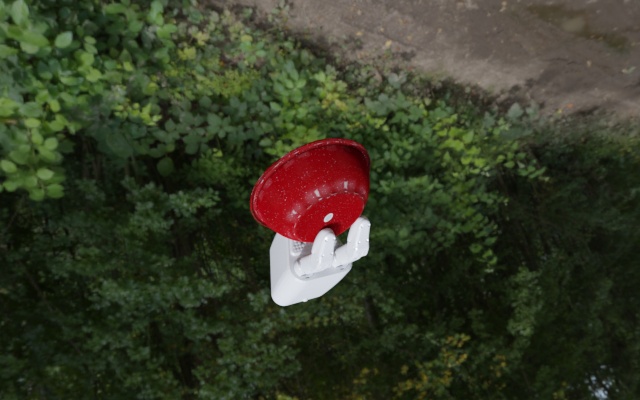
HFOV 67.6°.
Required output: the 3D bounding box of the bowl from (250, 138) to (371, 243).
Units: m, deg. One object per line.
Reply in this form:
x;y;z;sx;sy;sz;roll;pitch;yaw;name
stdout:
0.000;0.001;0.576;0.162;0.055;0.162;-20;-35;-14;bowl
